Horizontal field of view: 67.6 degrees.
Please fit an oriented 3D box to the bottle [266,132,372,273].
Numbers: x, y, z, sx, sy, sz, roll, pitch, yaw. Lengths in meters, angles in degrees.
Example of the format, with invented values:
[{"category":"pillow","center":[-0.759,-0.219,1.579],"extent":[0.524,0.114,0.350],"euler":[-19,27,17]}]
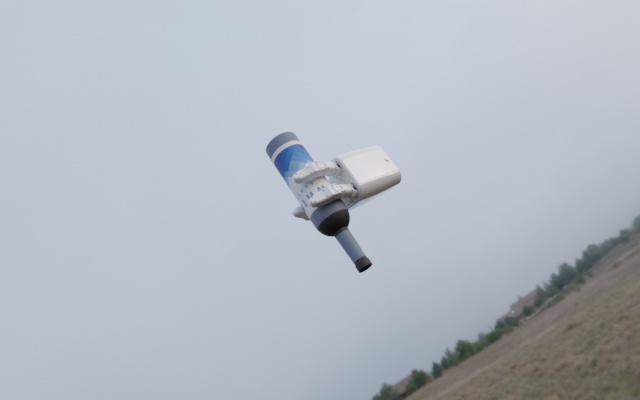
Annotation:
[{"category":"bottle","center":[0.000,0.003,0.862],"extent":[0.069,0.295,0.069],"euler":[-29,-23,-14]}]
